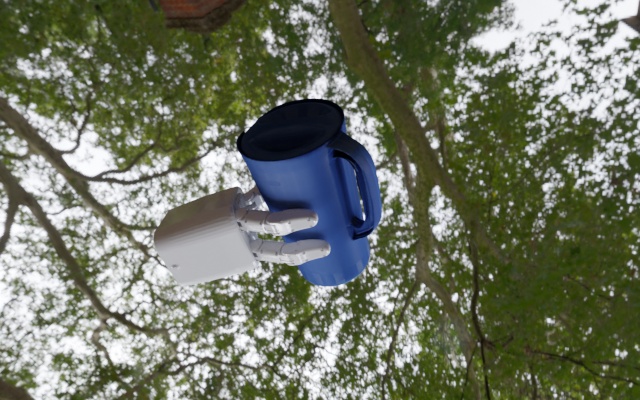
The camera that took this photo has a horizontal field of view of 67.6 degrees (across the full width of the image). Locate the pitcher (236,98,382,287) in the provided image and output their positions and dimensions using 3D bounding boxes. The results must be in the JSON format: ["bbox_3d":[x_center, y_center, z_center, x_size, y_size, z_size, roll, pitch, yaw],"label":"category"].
[{"bbox_3d":[0.000,0.002,0.625,0.145,0.243,0.149,-18,38,1],"label":"pitcher"}]
